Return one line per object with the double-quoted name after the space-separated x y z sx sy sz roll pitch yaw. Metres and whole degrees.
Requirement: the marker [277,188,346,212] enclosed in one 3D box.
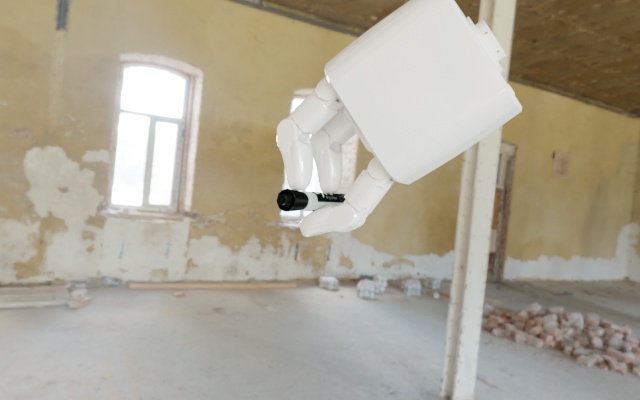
0.000 0.001 0.432 0.020 0.020 0.121 0 -2 30 "marker"
